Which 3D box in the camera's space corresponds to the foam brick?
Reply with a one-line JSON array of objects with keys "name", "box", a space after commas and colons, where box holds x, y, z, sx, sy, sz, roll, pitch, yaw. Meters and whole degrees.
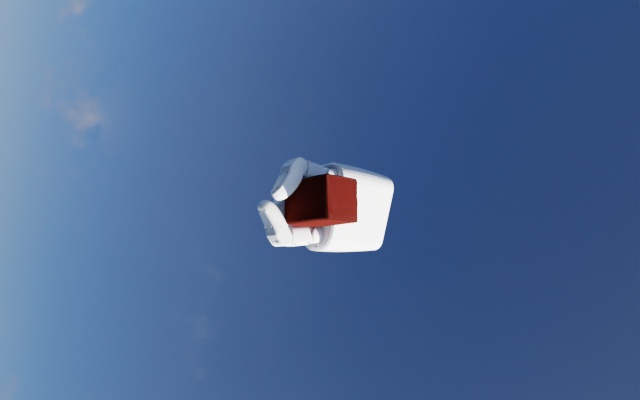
[{"name": "foam brick", "box": [0.000, 0.002, 0.565, 0.051, 0.053, 0.078, 8, -12, -41]}]
